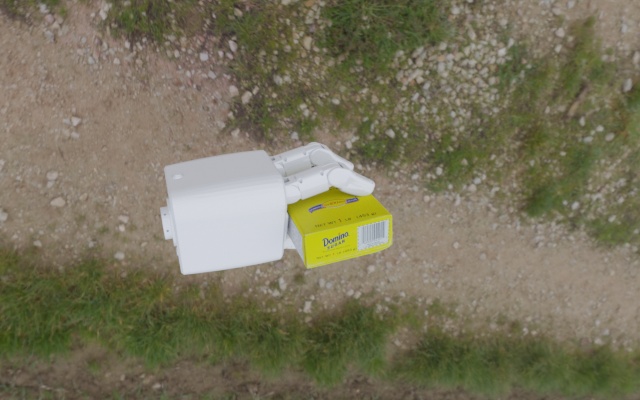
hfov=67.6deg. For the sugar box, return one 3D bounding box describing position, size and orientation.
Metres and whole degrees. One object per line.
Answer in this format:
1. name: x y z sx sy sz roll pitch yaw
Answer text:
1. sugar box: 0.000 0.001 0.529 0.093 0.048 0.176 -12 31 -16
